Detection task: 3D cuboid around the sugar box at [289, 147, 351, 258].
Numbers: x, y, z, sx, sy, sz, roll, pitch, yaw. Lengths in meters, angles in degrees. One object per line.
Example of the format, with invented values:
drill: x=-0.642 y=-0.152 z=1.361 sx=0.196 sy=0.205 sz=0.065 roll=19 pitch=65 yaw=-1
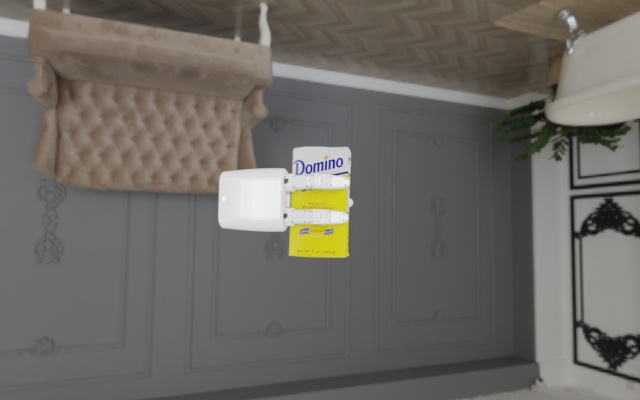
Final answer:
sugar box: x=0.000 y=0.003 z=0.770 sx=0.093 sy=0.176 sz=0.048 roll=0 pitch=-4 yaw=10
